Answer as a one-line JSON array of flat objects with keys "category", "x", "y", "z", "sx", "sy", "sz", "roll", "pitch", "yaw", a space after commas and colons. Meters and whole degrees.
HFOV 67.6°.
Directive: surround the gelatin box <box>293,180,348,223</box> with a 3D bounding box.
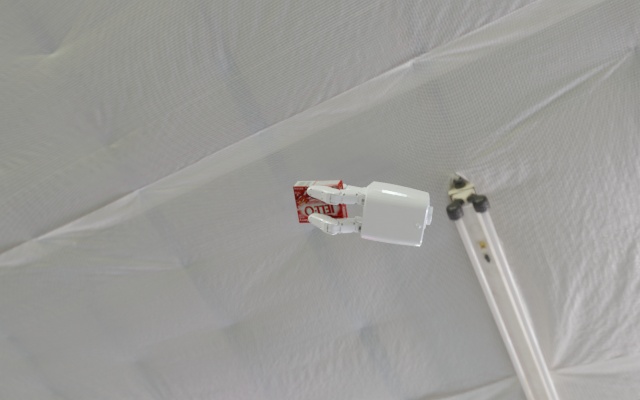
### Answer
[{"category": "gelatin box", "x": 0.000, "y": 0.003, "z": 0.856, "sx": 0.089, "sy": 0.073, "sz": 0.030, "roll": 0, "pitch": 23, "yaw": 20}]
